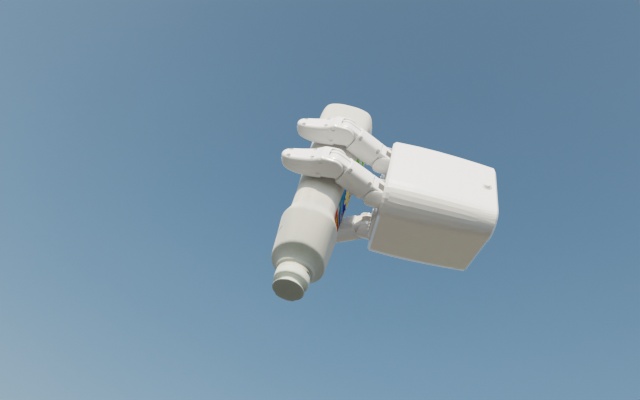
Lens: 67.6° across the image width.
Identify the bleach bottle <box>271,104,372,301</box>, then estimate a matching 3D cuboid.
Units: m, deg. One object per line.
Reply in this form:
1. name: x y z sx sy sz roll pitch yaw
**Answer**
1. bleach bottle: 0.000 0.002 0.496 0.068 0.103 0.250 14 42 5
